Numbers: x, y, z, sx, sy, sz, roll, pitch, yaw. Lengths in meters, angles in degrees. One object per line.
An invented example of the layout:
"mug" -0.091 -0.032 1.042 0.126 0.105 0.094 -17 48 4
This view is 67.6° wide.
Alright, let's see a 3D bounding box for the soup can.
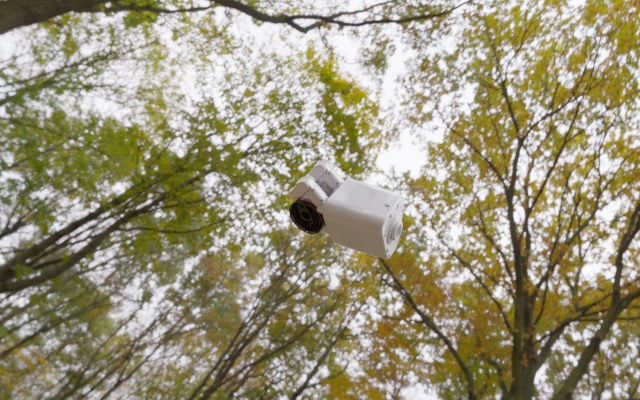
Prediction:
"soup can" 0.000 0.003 0.847 0.068 0.068 0.102 0 33 38
